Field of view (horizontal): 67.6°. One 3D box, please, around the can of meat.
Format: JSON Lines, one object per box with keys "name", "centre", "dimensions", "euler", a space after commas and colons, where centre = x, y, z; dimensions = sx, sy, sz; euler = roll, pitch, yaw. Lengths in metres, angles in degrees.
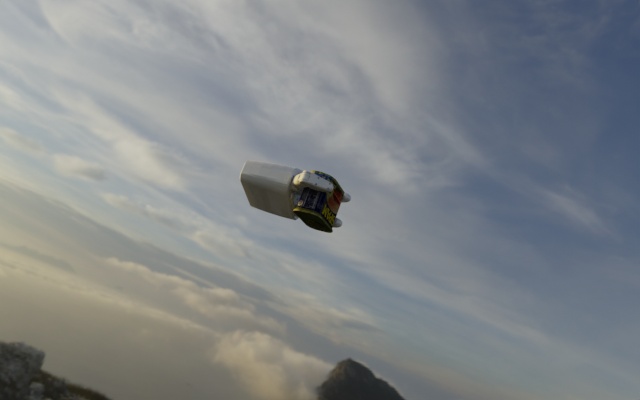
{"name": "can of meat", "centre": [0.000, 0.003, 0.896], "dimensions": [0.057, 0.084, 0.102], "euler": [12, -19, 24]}
